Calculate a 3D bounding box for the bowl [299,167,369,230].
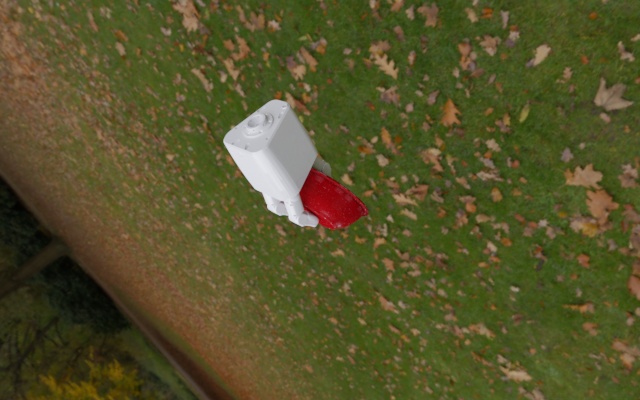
[{"bbox_3d":[0.001,0.004,0.818,0.162,0.055,0.162,31,-11,7],"label":"bowl"}]
